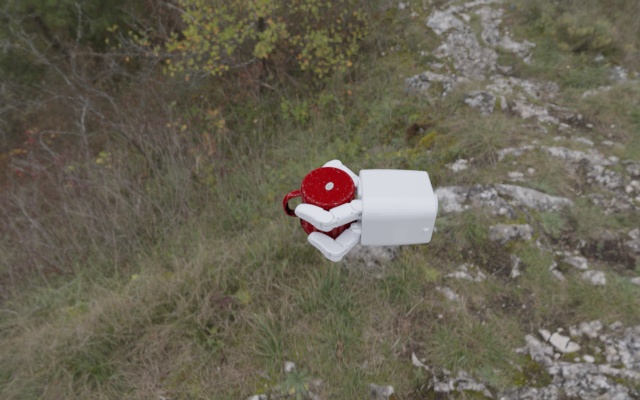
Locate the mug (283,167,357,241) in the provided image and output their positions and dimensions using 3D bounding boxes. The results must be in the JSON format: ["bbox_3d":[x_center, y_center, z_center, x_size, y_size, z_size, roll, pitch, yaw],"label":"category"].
[{"bbox_3d":[-0.001,0.002,0.737,0.117,0.093,0.082,-1,-40,1],"label":"mug"}]
